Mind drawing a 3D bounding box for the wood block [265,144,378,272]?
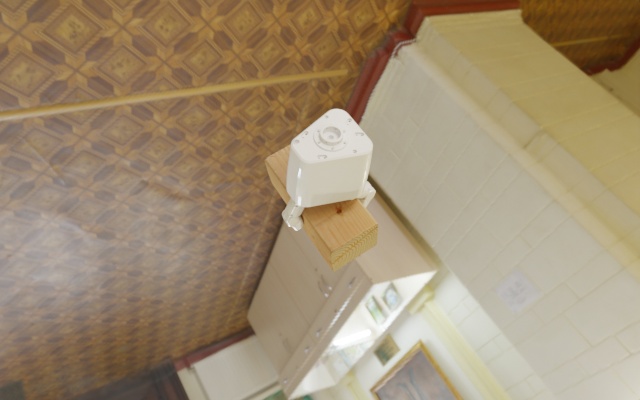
[{"bbox_3d":[0.000,0.003,0.809,0.091,0.206,0.090,-31,-26,-11],"label":"wood block"}]
